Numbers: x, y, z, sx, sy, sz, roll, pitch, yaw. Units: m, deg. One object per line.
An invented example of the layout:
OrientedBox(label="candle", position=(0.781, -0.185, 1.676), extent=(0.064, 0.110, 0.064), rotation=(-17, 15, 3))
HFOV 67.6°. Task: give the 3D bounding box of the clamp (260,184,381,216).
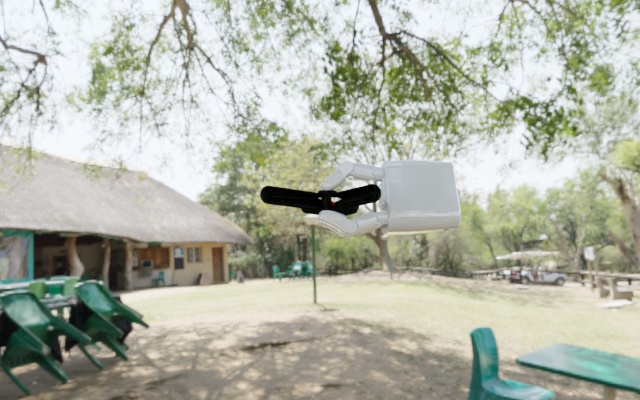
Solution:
OrientedBox(label="clamp", position=(0.000, 0.002, 0.731), extent=(0.164, 0.036, 0.210), rotation=(1, -8, 1))
